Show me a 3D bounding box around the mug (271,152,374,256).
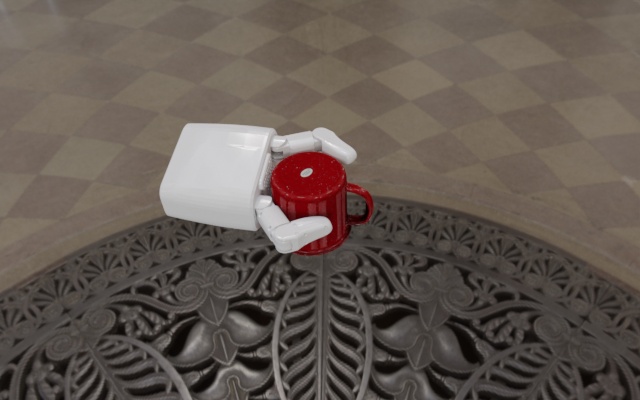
[{"bbox_3d":[0.001,0.002,0.528,0.117,0.082,0.093,7,45,10],"label":"mug"}]
